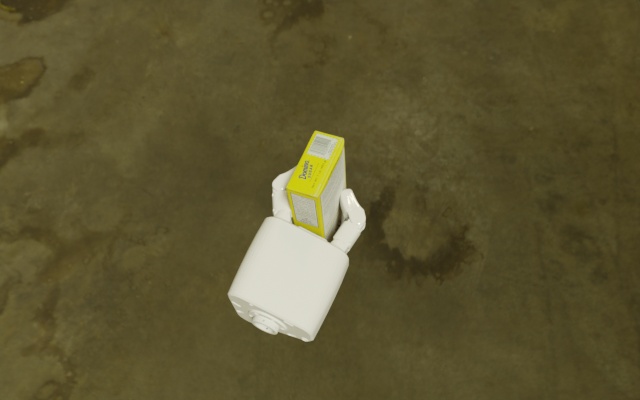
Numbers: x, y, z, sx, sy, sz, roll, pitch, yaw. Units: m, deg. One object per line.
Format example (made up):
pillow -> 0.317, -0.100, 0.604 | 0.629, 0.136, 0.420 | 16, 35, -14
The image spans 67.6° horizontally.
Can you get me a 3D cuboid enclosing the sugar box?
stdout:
sugar box -> 0.000, 0.002, 0.626 | 0.048, 0.093, 0.176 | 19, -30, 13
